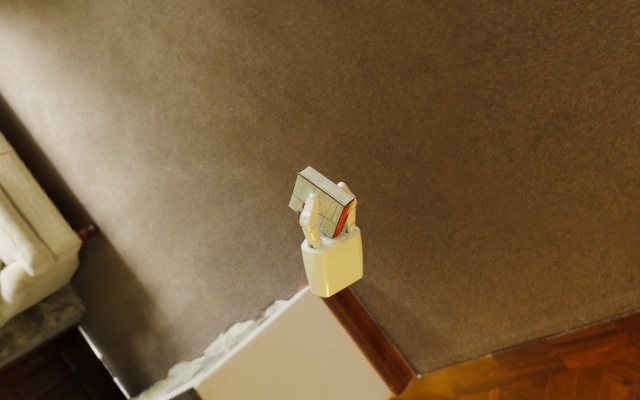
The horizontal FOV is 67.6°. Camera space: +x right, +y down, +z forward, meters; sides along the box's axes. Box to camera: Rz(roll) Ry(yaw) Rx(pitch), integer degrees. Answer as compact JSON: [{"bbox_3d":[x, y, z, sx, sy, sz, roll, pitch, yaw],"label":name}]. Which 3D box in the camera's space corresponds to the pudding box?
[{"bbox_3d":[0.000,0.003,0.869,0.113,0.090,0.039,35,45,17],"label":"pudding box"}]
